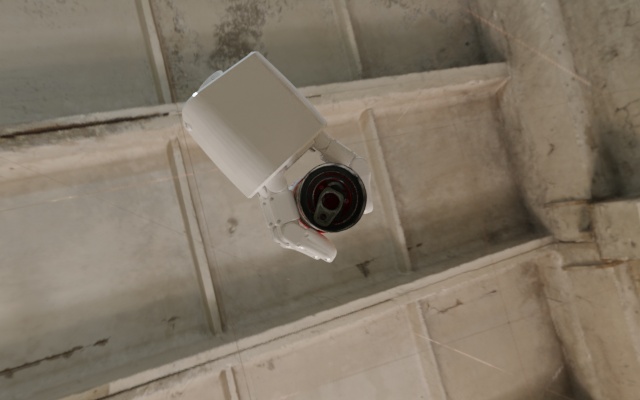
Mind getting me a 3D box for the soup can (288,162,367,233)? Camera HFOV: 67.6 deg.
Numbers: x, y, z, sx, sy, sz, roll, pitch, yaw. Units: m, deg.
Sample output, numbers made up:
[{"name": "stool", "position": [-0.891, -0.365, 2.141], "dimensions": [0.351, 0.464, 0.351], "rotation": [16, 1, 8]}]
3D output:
[{"name": "soup can", "position": [0.000, 0.002, 0.504], "dimensions": [0.068, 0.068, 0.102], "rotation": [0, -5, -14]}]
